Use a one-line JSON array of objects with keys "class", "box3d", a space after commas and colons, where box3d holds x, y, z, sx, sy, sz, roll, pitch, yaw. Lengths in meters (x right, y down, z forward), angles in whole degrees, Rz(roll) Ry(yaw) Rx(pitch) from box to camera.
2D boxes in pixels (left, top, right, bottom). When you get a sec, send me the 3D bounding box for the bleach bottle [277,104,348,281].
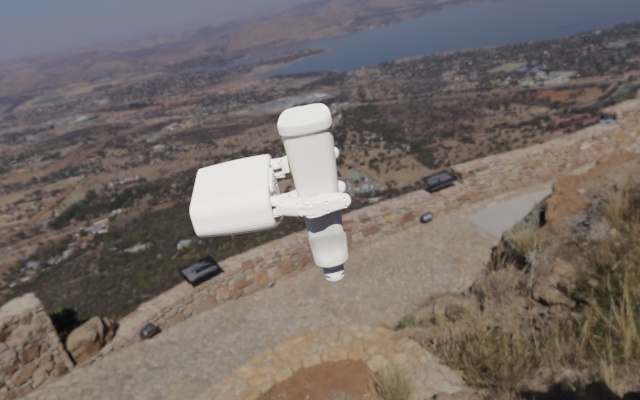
[{"class": "bleach bottle", "box3d": [0.000, 0.002, 0.652, 0.068, 0.251, 0.102, -10, 23, 3]}]
